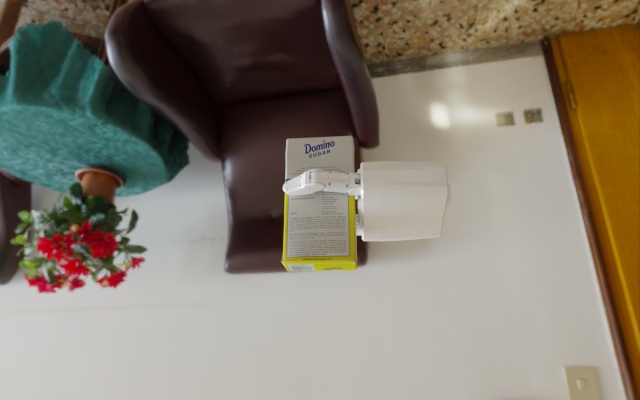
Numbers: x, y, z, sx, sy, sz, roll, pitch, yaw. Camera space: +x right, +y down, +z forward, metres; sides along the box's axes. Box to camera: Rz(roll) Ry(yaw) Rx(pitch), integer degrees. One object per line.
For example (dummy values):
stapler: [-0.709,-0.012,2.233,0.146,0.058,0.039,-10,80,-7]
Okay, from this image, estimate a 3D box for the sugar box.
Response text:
sugar box: [0.000,0.002,0.628,0.093,0.176,0.048,-1,-25,6]
